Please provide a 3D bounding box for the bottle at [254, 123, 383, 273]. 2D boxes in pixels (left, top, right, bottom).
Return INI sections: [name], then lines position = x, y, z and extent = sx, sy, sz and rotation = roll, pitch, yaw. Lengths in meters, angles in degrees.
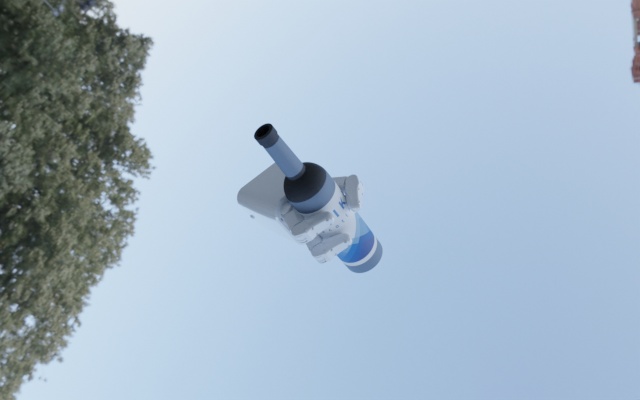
[bottle]
position = 0.000, 0.002, 0.675
extent = 0.069, 0.069, 0.296
rotation = 0, -36, 36
